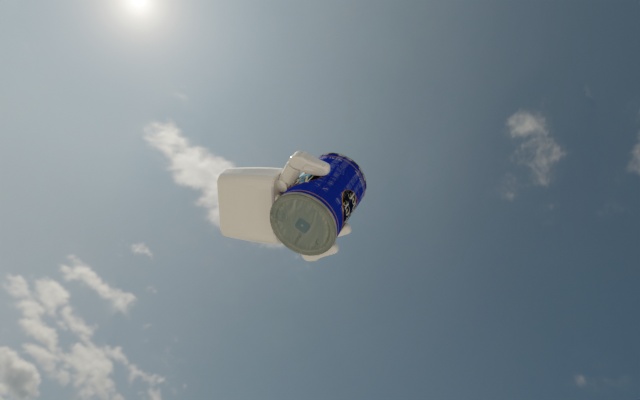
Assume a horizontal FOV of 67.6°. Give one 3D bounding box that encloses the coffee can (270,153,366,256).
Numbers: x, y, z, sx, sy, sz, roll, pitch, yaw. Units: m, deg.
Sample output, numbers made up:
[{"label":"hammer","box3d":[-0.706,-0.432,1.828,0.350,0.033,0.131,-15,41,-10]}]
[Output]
[{"label":"coffee can","box3d":[0.000,0.002,0.724,0.103,0.103,0.140,0,29,26]}]
